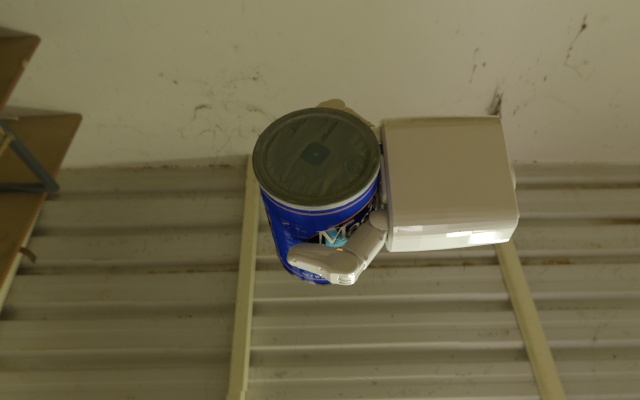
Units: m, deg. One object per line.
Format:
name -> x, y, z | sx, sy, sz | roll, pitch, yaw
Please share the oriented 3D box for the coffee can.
coffee can -> 0.000, 0.001, 0.436 | 0.103, 0.102, 0.140 | 0, -34, 4
